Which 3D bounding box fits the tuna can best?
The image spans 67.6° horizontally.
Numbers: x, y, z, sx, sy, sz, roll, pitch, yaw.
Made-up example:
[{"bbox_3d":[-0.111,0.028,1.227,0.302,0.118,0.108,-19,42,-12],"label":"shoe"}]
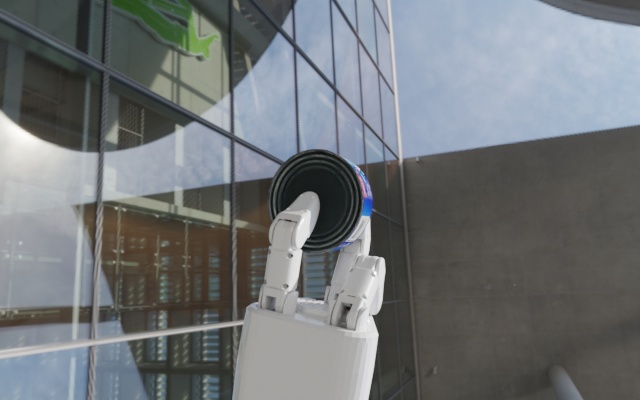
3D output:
[{"bbox_3d":[0.000,0.001,0.405,0.086,0.086,0.034,0,-4,23],"label":"tuna can"}]
